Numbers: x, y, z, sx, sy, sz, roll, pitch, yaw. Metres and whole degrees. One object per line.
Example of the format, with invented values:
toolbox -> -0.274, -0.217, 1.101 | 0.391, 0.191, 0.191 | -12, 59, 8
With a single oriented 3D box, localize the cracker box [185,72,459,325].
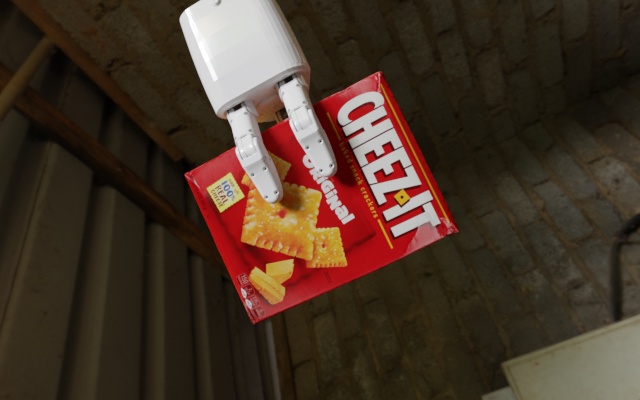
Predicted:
cracker box -> 0.000, 0.002, 0.464 | 0.214, 0.164, 0.072 | -26, -6, 11
